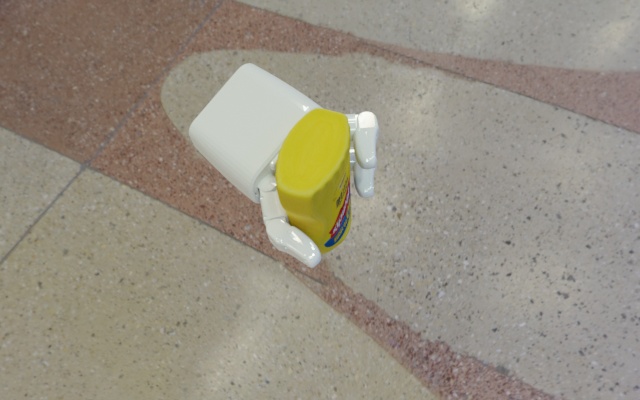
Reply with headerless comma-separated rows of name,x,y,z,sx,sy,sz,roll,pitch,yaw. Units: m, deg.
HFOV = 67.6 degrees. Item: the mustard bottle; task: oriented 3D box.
mustard bottle,0.000,0.002,0.490,0.058,0.096,0.192,15,-27,13
